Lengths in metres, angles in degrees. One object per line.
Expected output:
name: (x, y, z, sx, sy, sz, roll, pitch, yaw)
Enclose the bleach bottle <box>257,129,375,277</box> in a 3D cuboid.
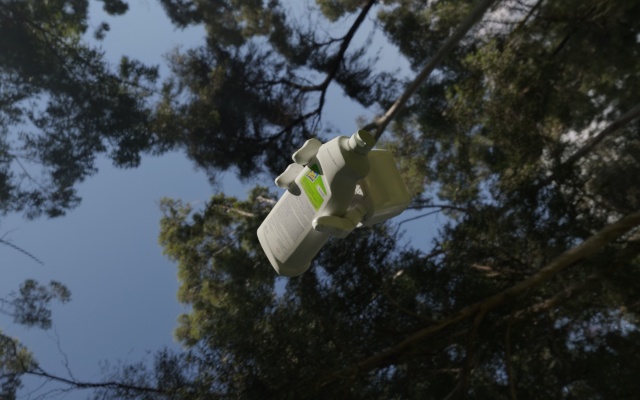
bleach bottle: (0.000, 0.002, 0.689, 0.068, 0.102, 0.251, -10, -32, -45)
